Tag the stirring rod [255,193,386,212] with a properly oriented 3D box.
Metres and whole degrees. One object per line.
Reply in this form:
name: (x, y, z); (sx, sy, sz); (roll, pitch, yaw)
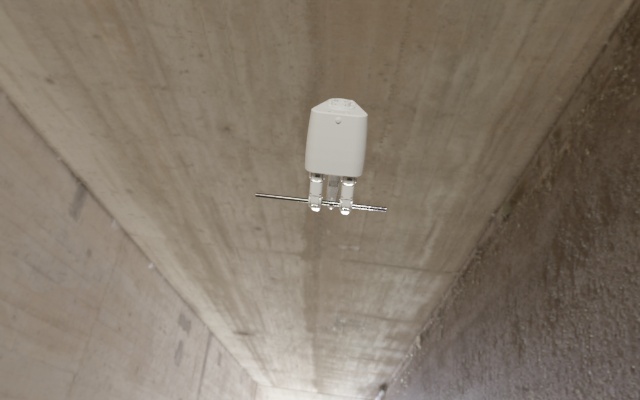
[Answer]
stirring rod: (0.000, 0.003, 0.876); (0.239, 0.011, 0.011); (6, 0, 3)
